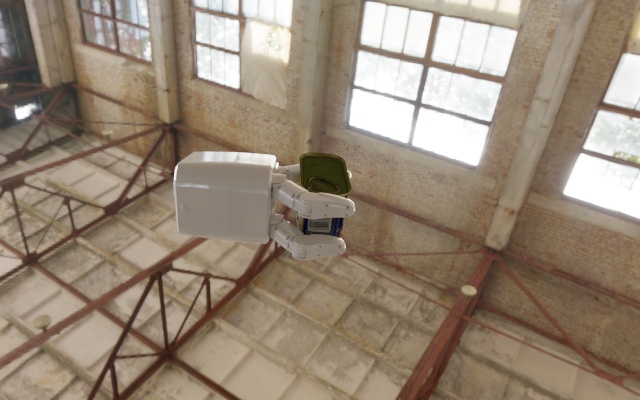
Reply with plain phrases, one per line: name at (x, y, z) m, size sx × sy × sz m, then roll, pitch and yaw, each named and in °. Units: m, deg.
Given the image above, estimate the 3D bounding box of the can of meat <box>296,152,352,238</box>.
can of meat at (0.000, 0.002, 0.581) m, size 0.057 × 0.084 × 0.102 m, roll 3°, pitch 31°, yaw -7°
